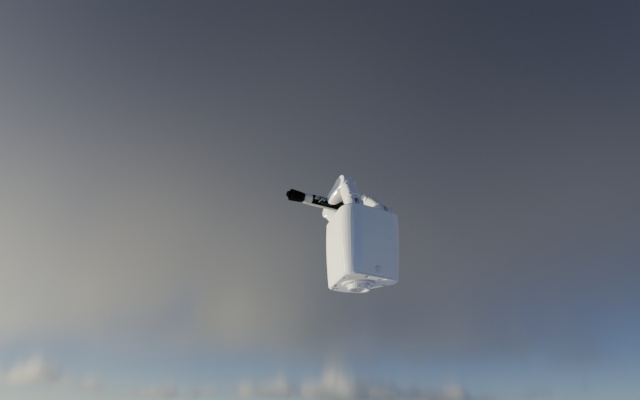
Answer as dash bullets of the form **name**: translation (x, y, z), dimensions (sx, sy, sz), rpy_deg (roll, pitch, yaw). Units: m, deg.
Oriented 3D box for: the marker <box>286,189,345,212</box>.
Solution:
- **marker**: translation (0.000, 0.002, 0.776), dimensions (0.121, 0.020, 0.020), rpy_deg (14, -7, -27)
